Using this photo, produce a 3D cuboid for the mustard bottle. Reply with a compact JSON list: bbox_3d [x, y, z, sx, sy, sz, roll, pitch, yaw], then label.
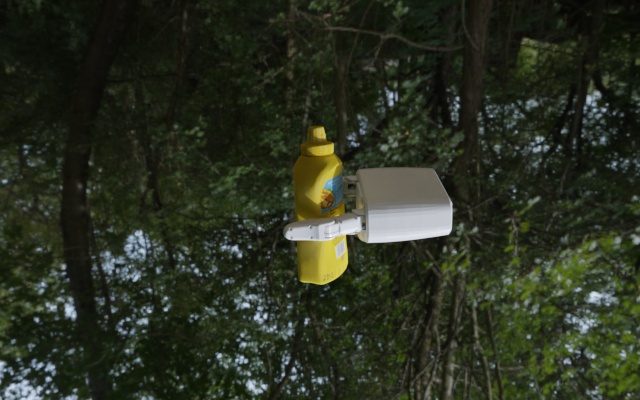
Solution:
[{"bbox_3d":[0.000,0.002,0.609,0.058,0.192,0.096,4,16,24],"label":"mustard bottle"}]
